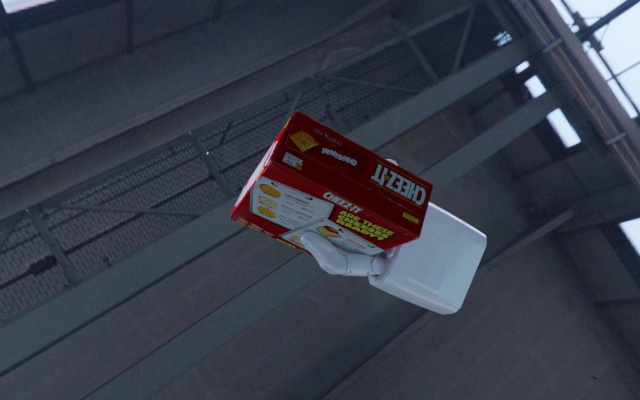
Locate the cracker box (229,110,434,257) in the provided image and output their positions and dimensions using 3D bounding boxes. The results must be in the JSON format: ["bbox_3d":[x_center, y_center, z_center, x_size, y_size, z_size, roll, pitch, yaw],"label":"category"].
[{"bbox_3d":[0.000,0.002,0.550,0.164,0.072,0.214,26,-24,-12],"label":"cracker box"}]
